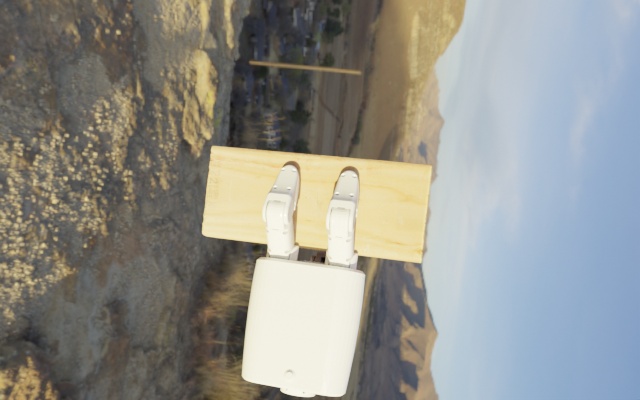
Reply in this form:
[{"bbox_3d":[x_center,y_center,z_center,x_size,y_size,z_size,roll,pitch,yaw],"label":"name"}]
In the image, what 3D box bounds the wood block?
[{"bbox_3d":[0.000,0.002,0.477,0.206,0.090,0.091,6,0,11],"label":"wood block"}]
